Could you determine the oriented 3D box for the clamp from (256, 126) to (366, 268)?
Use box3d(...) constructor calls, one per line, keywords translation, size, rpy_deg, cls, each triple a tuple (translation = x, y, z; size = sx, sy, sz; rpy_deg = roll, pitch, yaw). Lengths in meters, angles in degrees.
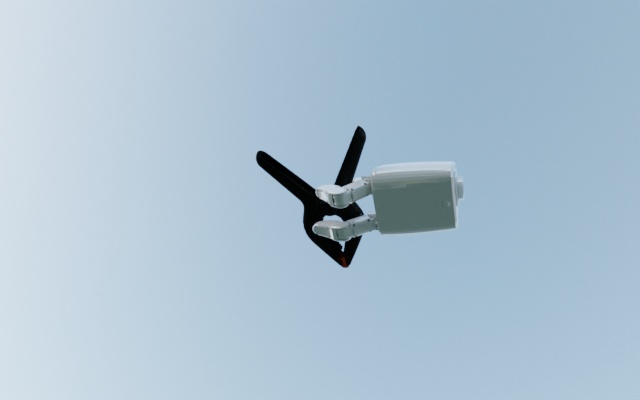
box3d(translation=(0.001, 0.002, 0.695), size=(0.164, 0.210, 0.036), rpy_deg=(-4, 23, 20), cls="clamp")
